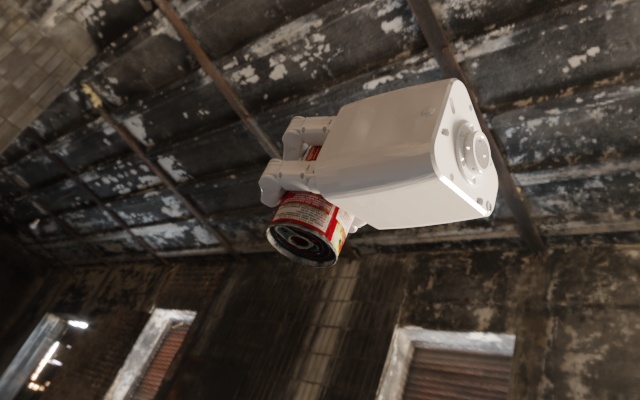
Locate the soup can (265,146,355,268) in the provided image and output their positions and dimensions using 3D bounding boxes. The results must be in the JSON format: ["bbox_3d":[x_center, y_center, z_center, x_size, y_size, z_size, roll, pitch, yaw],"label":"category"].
[{"bbox_3d":[0.000,0.001,0.446,0.068,0.102,0.069,17,-32,11],"label":"soup can"}]
